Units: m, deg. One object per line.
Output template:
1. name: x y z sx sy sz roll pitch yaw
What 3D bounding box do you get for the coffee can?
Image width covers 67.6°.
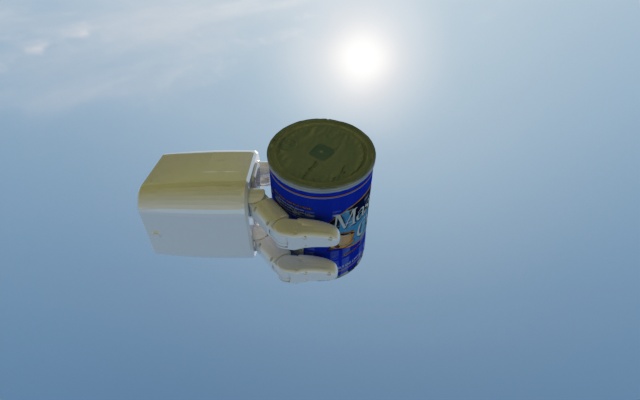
1. coffee can: 0.000 0.001 0.497 0.103 0.102 0.140 0 -44 -1
